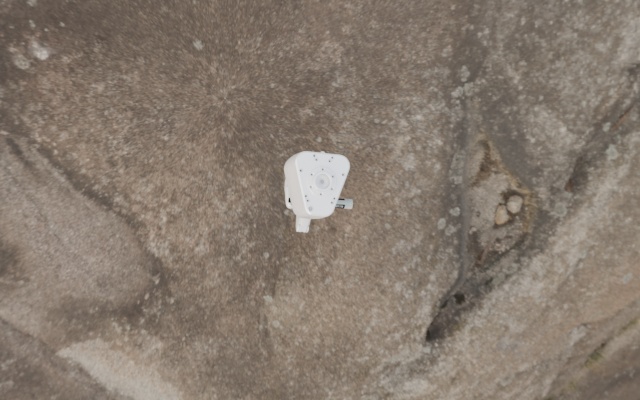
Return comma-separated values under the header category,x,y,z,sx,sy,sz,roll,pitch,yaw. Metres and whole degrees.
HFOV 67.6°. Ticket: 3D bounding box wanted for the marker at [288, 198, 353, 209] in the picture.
category,x,y,z,sx,sy,sz,roll,pitch,yaw
marker,0.000,0.003,0.890,0.121,0.020,0.020,4,-1,-12
